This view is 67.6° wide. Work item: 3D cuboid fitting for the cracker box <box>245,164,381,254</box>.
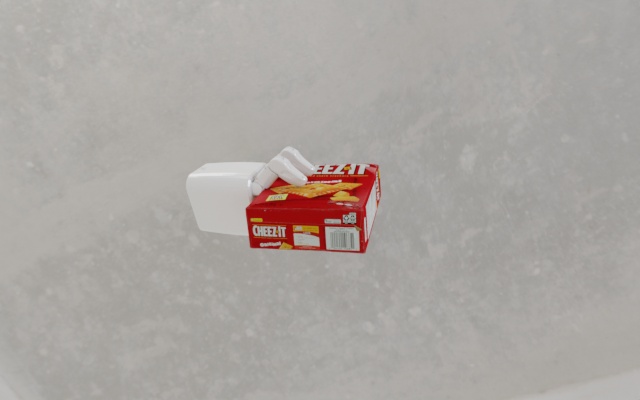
[{"bbox_3d":[0.000,0.003,0.730,0.164,0.072,0.213,1,21,12],"label":"cracker box"}]
